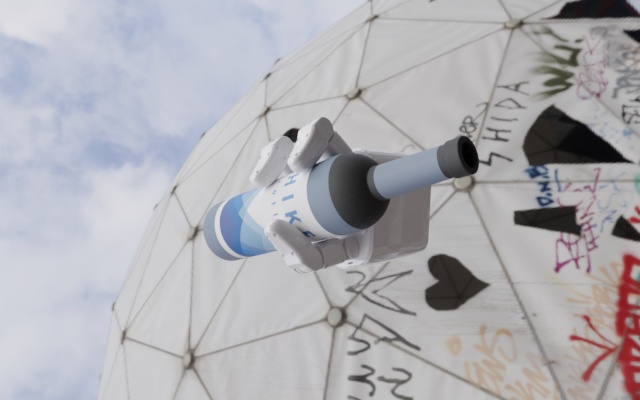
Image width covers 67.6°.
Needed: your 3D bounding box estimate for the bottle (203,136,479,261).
[{"bbox_3d":[0.000,0.001,0.425,0.069,0.069,0.296,0,-13,-44],"label":"bottle"}]
